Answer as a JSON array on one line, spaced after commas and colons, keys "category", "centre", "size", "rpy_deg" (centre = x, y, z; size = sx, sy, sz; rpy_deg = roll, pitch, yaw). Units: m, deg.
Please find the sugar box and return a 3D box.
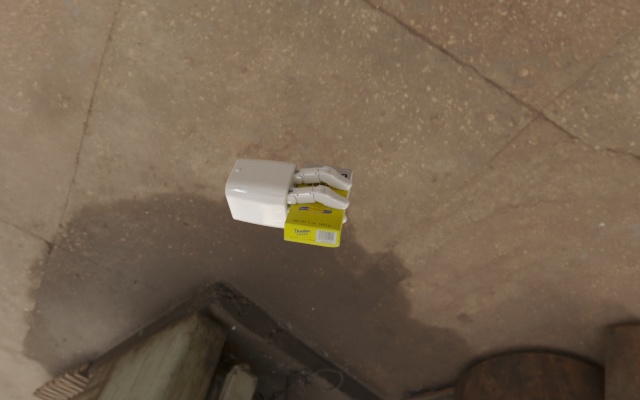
[{"category": "sugar box", "centre": [0.000, 0.002, 0.836], "size": [0.093, 0.048, 0.176], "rpy_deg": [8, 42, 5]}]
